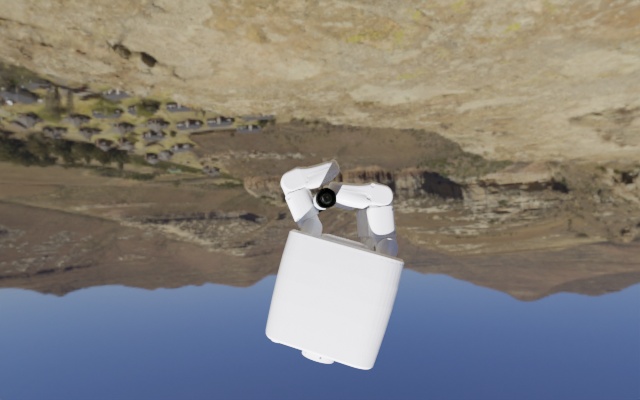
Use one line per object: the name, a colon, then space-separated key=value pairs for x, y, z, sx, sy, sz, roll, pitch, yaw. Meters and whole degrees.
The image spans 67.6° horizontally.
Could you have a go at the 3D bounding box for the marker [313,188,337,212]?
marker: x=0.000 y=0.002 z=0.479 sx=0.020 sy=0.020 sz=0.121 roll=0 pitch=-3 yaw=-6
